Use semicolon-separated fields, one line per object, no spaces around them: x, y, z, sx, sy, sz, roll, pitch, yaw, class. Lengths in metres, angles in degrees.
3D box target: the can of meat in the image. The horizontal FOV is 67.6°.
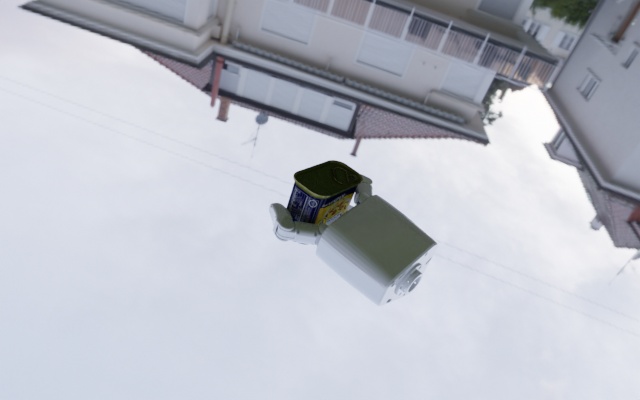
0.000;0.002;0.640;0.057;0.084;0.102;36;36;25;can of meat
